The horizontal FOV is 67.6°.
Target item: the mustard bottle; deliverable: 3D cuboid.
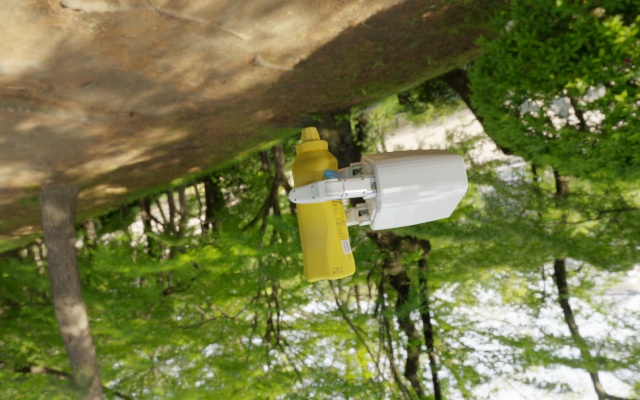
[{"bbox_3d":[0.000,0.002,0.601,0.058,0.191,0.096,-10,-6,19],"label":"mustard bottle"}]
